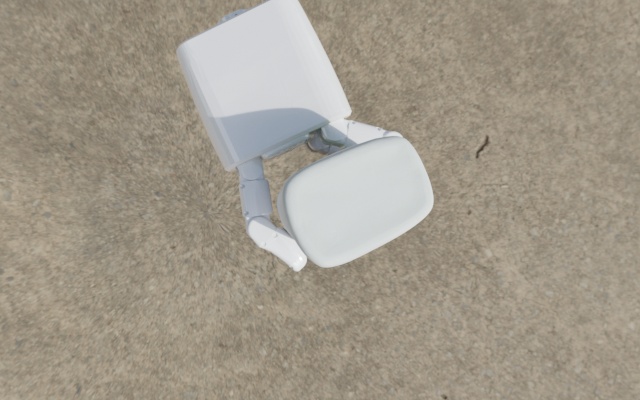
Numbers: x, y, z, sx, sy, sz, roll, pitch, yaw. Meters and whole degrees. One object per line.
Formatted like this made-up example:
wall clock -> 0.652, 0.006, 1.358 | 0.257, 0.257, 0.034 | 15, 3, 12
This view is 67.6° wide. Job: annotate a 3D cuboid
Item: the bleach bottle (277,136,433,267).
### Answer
bleach bottle -> 0.000, 0.001, 0.424 | 0.102, 0.068, 0.251 | -24, 4, -13
